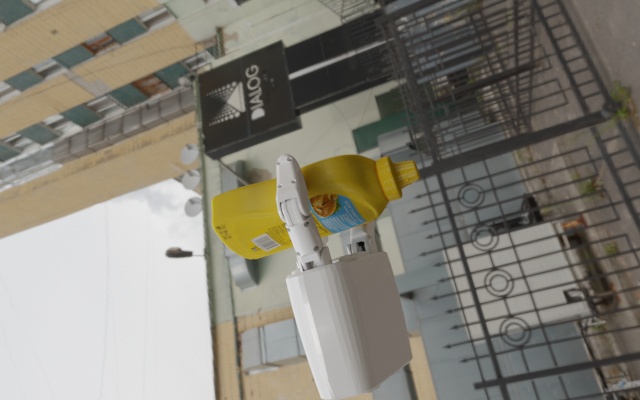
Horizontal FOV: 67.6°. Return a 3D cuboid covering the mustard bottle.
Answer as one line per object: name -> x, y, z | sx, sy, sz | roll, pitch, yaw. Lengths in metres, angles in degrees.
mustard bottle -> 0.000, 0.001, 0.457 | 0.191, 0.058, 0.096 | -18, -32, 15
